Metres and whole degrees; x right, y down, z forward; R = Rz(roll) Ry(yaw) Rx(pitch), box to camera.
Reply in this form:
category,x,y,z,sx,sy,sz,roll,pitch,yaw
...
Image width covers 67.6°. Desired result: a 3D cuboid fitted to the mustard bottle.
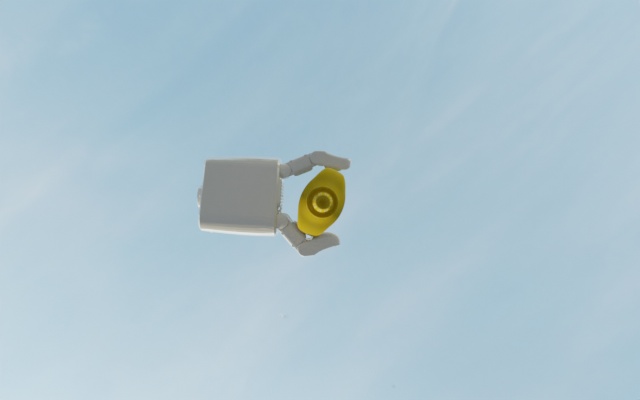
category,x,y,z,sx,sy,sz,roll,pitch,yaw
mustard bottle,0.000,0.002,0.668,0.058,0.096,0.191,27,-1,-1
